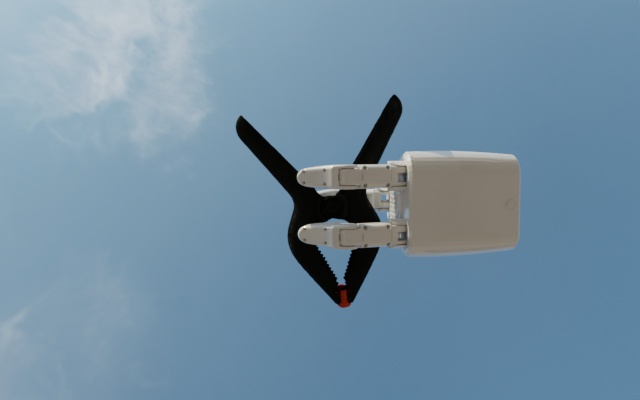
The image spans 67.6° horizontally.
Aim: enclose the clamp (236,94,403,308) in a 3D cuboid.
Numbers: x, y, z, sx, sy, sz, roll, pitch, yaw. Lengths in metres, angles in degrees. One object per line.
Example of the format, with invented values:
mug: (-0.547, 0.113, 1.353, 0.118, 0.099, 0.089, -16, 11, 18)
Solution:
clamp: (0.000, 0.002, 0.479, 0.164, 0.210, 0.036, -1, 4, 0)
